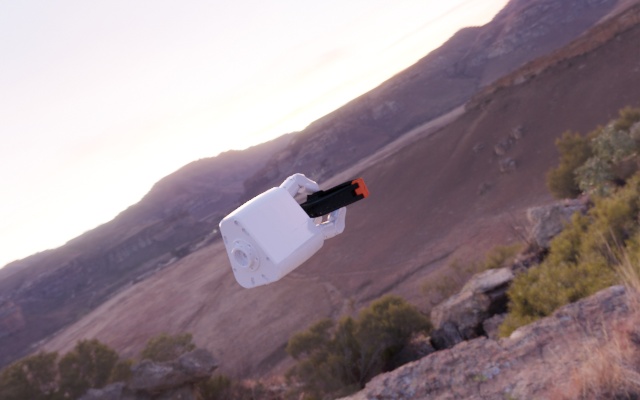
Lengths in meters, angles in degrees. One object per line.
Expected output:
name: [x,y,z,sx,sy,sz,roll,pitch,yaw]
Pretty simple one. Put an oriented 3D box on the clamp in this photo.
clamp: [0.000,0.002,0.775,0.210,0.036,0.164,-22,9,39]
